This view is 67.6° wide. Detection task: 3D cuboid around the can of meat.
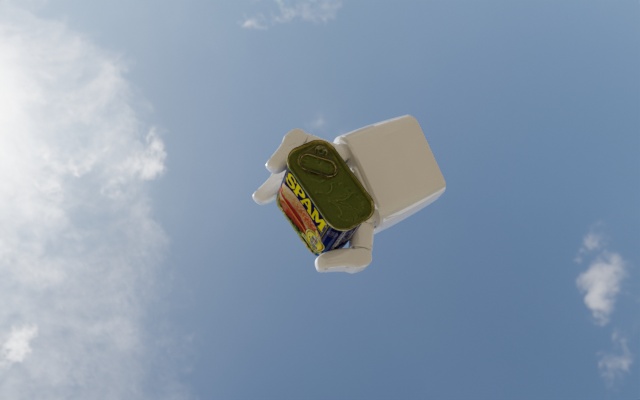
[{"bbox_3d":[0.000,0.002,0.507,0.057,0.102,0.084,-27,-17,-27],"label":"can of meat"}]
